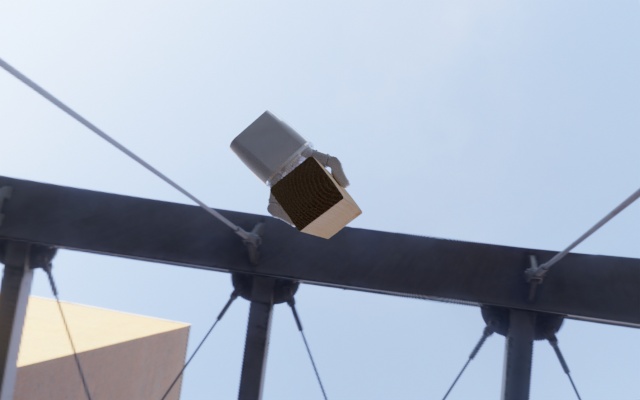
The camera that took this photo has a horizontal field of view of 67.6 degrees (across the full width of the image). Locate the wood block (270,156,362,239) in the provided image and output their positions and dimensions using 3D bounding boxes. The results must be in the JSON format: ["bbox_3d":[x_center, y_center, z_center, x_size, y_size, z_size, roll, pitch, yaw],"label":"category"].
[{"bbox_3d":[0.000,0.002,0.846,0.091,0.090,0.206,-38,-14,6],"label":"wood block"}]
